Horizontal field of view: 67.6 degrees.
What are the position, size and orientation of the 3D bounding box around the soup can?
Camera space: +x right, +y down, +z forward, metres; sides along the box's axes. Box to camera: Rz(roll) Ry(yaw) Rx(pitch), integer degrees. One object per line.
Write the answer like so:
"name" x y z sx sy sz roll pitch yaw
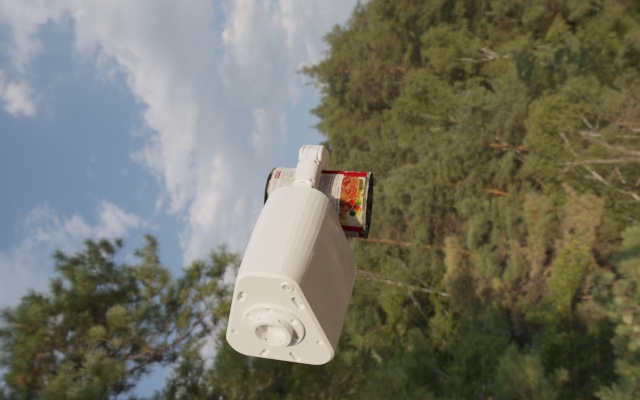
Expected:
"soup can" 0.000 0.001 0.492 0.102 0.068 0.068 4 1 11
